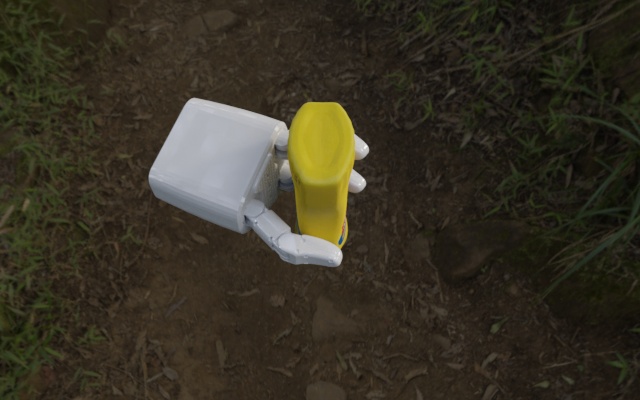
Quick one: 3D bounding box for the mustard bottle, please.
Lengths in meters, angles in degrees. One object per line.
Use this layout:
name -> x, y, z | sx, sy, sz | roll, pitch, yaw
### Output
mustard bottle -> 0.000, 0.001, 0.478 | 0.058, 0.096, 0.192 | -1, -35, -1
